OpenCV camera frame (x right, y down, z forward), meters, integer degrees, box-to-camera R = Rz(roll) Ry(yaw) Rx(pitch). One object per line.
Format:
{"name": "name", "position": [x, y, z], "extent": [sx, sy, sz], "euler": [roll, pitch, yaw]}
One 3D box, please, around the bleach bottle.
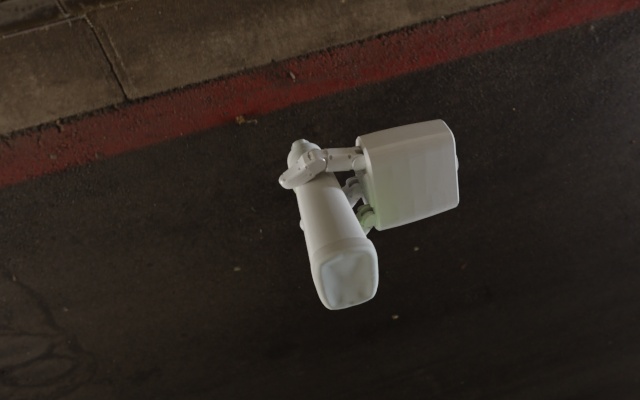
{"name": "bleach bottle", "position": [0.000, 0.002, 0.579], "extent": [0.068, 0.103, 0.250], "euler": [-15, 44, -5]}
